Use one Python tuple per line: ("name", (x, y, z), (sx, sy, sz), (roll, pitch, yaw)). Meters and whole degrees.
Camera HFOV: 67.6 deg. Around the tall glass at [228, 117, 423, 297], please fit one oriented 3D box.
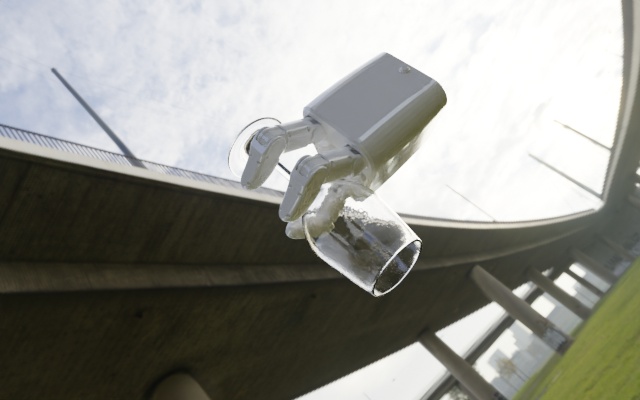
("tall glass", (0.000, 0.001, 0.451), (0.201, 0.079, 0.079), (41, 23, 29))
